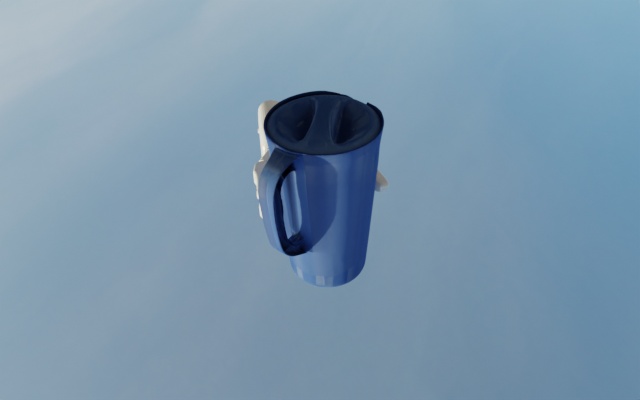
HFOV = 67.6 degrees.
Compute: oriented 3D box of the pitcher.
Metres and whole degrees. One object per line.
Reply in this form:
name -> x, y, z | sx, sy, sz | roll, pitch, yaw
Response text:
pitcher -> 0.000, 0.002, 0.596 | 0.149, 0.243, 0.145 | -8, 41, -7
